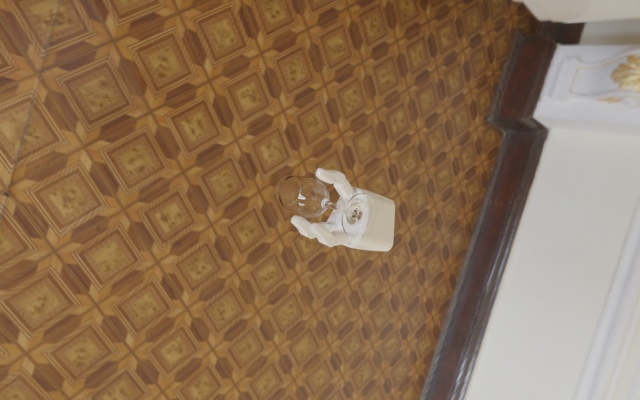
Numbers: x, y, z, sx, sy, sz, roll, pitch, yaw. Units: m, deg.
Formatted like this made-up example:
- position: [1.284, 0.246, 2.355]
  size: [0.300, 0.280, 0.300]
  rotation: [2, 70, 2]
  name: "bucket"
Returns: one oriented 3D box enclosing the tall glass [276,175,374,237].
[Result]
- position: [0.000, 0.003, 0.860]
  size: [0.079, 0.079, 0.201]
  rotation: [0, 13, -41]
  name: "tall glass"
